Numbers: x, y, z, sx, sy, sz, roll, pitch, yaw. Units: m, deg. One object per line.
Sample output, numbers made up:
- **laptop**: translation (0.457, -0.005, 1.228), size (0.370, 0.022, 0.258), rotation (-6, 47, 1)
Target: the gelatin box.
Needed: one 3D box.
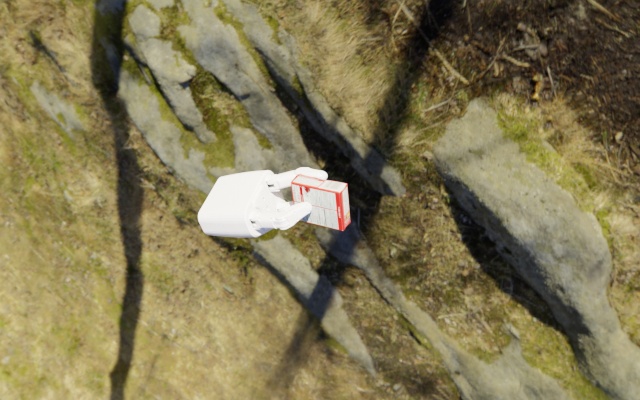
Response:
- **gelatin box**: translation (0.000, 0.003, 0.745), size (0.089, 0.073, 0.030), rotation (12, 38, 26)
